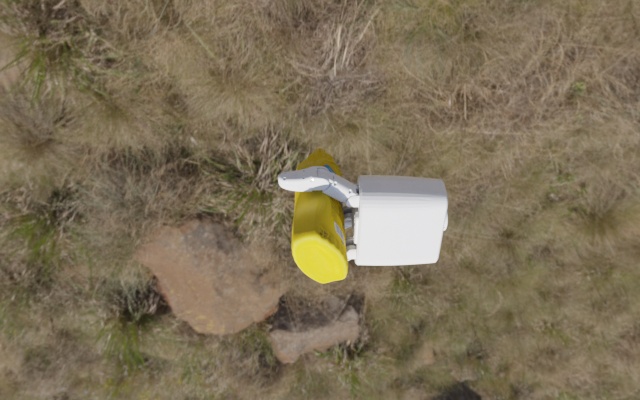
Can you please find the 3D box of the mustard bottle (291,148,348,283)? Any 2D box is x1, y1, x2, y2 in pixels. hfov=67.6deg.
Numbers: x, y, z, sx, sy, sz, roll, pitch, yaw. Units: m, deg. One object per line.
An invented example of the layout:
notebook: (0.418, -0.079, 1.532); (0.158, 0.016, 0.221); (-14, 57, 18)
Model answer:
mustard bottle: (0.000, 0.002, 0.612); (0.058, 0.191, 0.096); (-16, -45, 17)
